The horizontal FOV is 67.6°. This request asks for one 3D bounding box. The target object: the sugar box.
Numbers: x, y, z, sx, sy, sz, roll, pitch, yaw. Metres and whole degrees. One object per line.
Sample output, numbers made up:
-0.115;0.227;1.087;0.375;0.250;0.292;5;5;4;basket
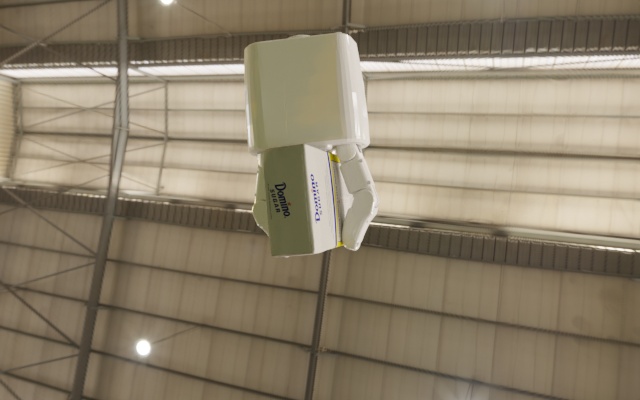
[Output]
0.000;0.001;0.472;0.048;0.093;0.176;-6;-4;21;sugar box
